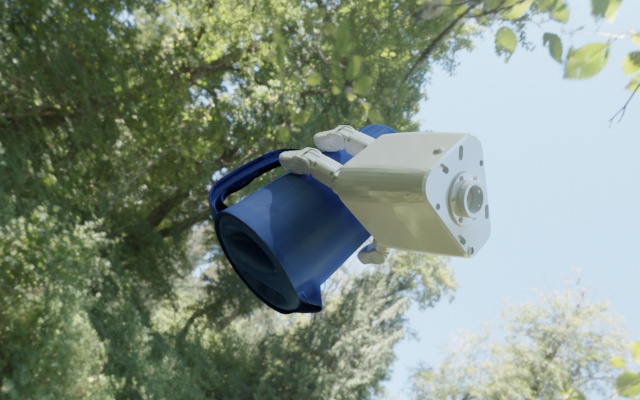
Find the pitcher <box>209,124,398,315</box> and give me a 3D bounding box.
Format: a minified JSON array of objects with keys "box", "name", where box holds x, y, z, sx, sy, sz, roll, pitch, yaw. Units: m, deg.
[{"box":[0.000,0.002,0.565,0.242,0.149,0.145,-38,23,-30],"name":"pitcher"}]
